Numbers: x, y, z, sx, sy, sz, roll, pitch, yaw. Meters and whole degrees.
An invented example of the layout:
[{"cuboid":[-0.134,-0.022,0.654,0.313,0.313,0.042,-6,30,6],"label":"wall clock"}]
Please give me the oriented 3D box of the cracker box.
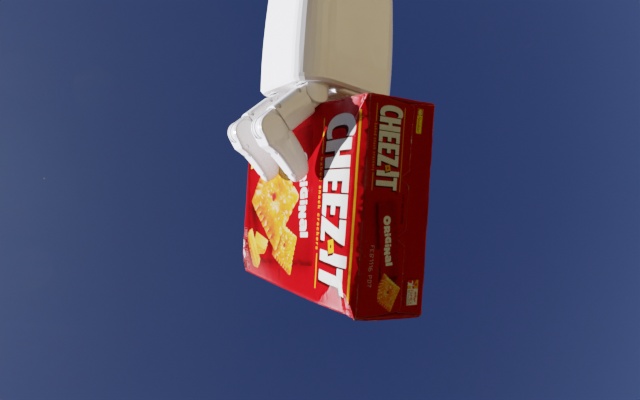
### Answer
[{"cuboid":[0.000,0.001,0.434,0.072,0.164,0.213,2,1,-30],"label":"cracker box"}]
